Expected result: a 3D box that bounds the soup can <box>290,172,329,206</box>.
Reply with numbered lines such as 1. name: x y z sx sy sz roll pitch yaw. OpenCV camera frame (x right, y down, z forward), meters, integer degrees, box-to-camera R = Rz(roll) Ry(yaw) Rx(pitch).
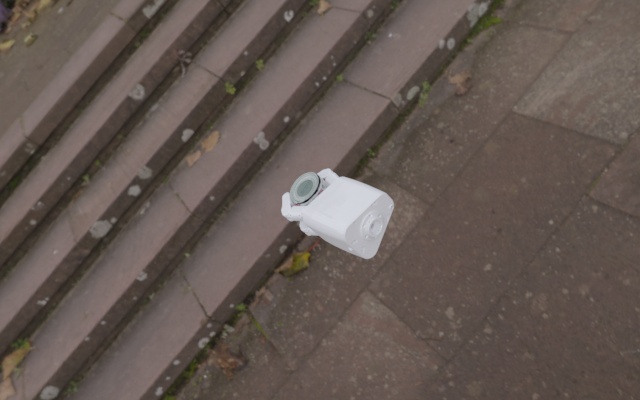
1. soup can: 0.000 0.002 0.872 0.068 0.068 0.102 0 -31 42
